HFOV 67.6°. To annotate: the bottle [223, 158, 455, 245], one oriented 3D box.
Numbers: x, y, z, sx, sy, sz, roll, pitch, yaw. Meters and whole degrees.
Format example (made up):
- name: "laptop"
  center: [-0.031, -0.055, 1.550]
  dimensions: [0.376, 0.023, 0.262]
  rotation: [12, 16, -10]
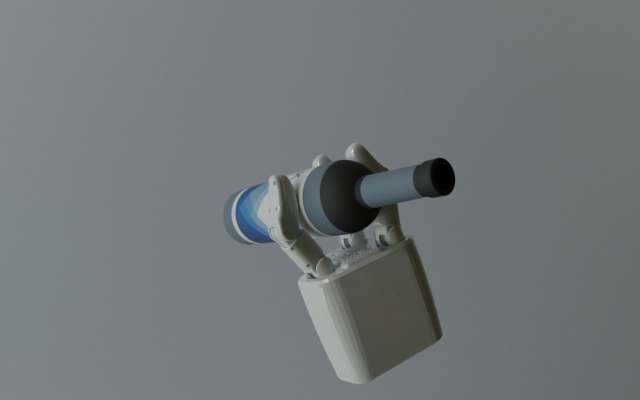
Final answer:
- name: "bottle"
  center: [0.000, 0.001, 0.453]
  dimensions: [0.069, 0.069, 0.296]
  rotation: [0, -7, -36]
